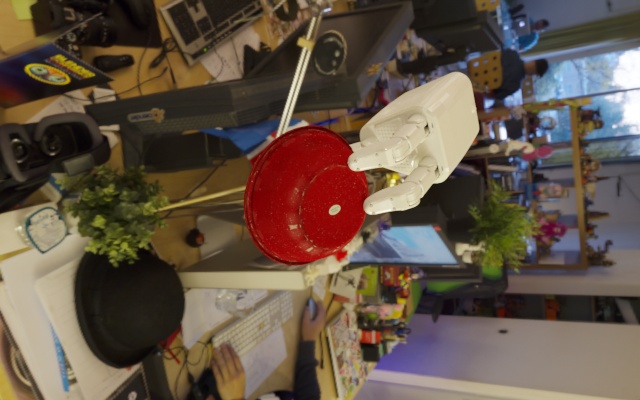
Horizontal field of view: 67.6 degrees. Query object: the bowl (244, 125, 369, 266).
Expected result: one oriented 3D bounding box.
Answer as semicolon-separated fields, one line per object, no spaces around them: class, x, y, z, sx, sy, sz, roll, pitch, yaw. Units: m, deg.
bowl;-0.001;0.003;0.520;0.162;0.162;0.055;0;13;-37
